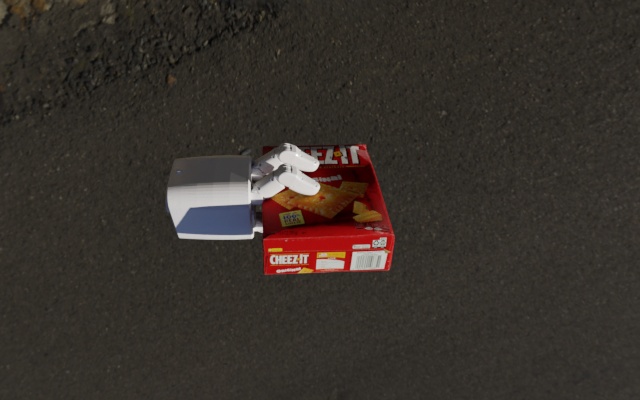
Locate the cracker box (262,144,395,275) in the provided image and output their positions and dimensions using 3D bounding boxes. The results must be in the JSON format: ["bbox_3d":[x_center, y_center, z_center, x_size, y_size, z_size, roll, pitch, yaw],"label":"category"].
[{"bbox_3d":[0.000,0.002,0.668,0.164,0.072,0.213,-1,39,-6],"label":"cracker box"}]
